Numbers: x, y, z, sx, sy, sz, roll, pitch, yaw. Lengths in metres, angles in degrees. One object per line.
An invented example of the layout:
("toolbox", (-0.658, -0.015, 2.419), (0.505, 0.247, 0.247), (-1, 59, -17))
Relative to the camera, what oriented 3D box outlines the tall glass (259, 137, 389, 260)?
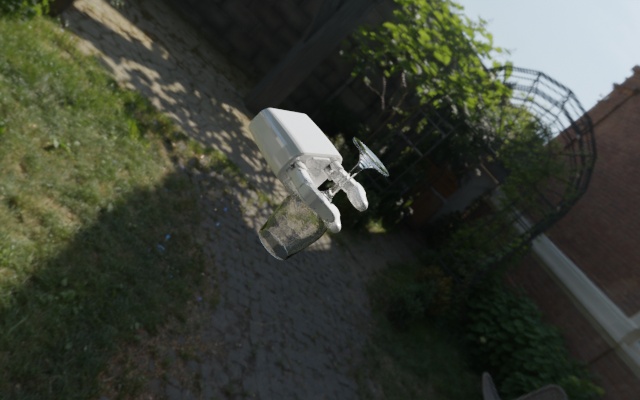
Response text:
("tall glass", (0.001, 0.002, 0.696), (0.201, 0.079, 0.079), (-42, -14, 15))
